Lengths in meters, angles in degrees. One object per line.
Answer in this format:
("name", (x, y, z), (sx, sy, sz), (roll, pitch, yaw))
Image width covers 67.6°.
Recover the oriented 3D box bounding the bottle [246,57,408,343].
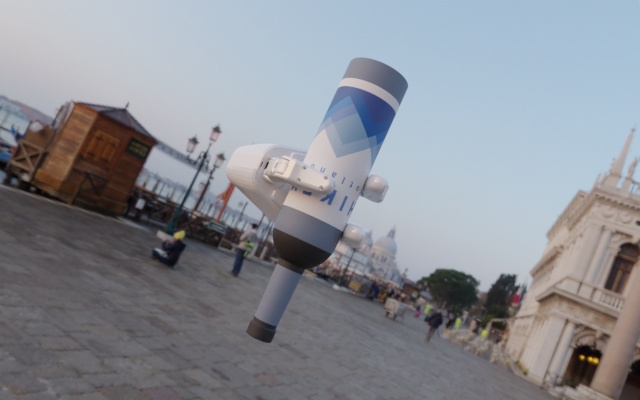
("bottle", (0.000, 0.001, 0.485), (0.069, 0.295, 0.069), (24, -6, 3))
